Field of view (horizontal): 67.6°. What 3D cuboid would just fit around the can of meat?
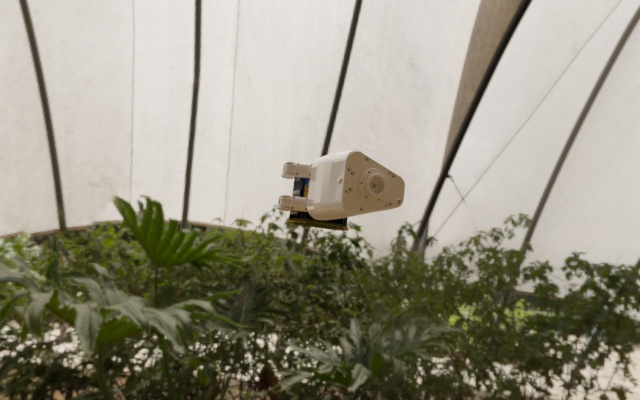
[{"bbox_3d":[0.000,0.002,0.800,0.102,0.084,0.057,10,-8,-23],"label":"can of meat"}]
